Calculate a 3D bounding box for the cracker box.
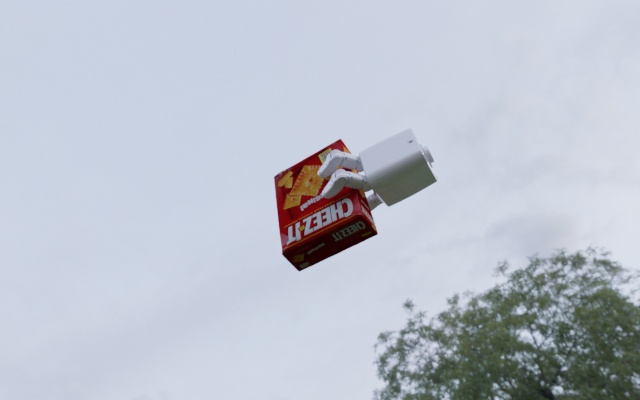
[{"bbox_3d":[0.000,0.003,0.898,0.164,0.213,0.072,-28,-48,15],"label":"cracker box"}]
